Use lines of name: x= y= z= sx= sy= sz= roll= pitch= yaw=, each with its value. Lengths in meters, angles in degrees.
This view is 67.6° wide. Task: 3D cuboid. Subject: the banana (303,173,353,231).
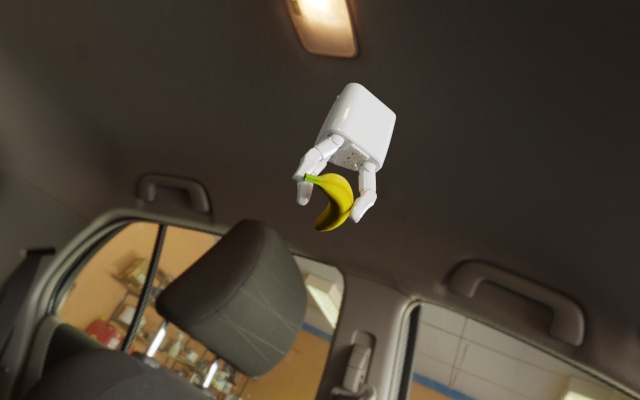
banana: x=0.018 y=0.004 z=0.761 sx=0.069 sy=0.037 sz=0.198 roll=10 pitch=-26 yaw=10
